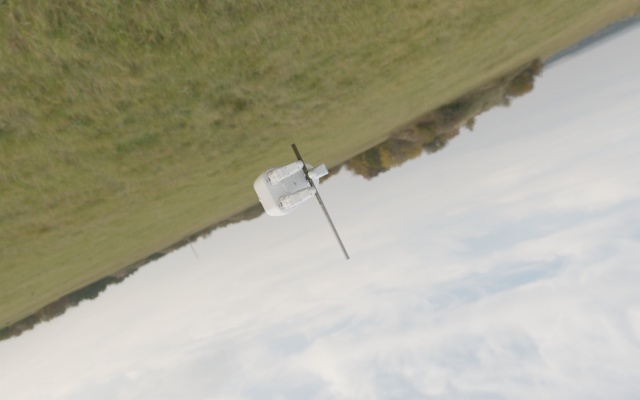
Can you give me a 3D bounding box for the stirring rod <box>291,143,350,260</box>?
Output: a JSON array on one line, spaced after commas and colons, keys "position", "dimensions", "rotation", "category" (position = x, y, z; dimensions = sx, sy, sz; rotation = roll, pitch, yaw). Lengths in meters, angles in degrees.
[{"position": [0.000, 0.003, 0.898], "dimensions": [0.011, 0.239, 0.011], "rotation": [-26, 3, 1], "category": "stirring rod"}]
